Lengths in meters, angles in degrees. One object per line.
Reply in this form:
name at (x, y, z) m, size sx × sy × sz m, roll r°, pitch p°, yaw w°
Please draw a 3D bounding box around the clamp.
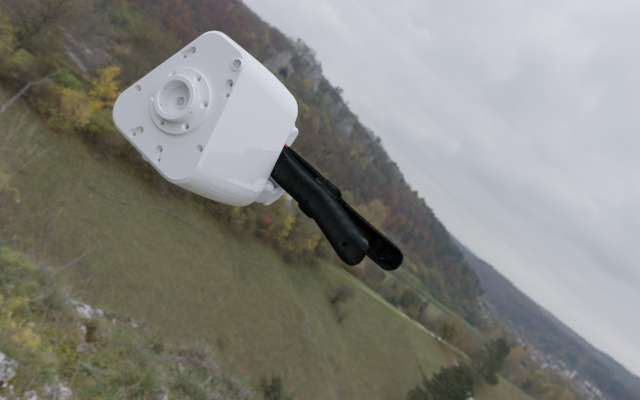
clamp at (0.000, 0.001, 0.426) m, size 0.171 × 0.039 × 0.120 m, roll 42°, pitch 3°, yaw 16°
